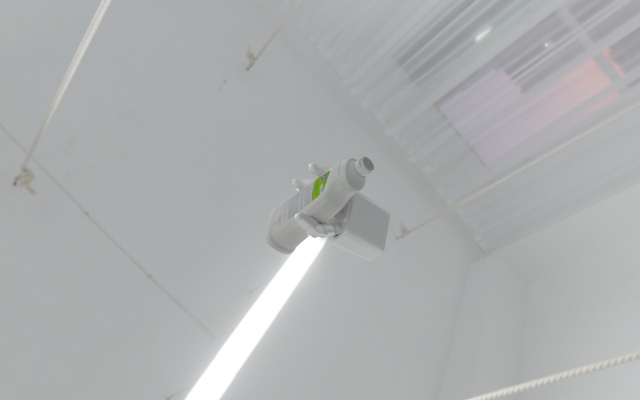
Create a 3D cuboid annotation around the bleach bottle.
[{"bbox_3d":[0.000,0.003,0.883,0.068,0.102,0.251,31,-47,-28],"label":"bleach bottle"}]
